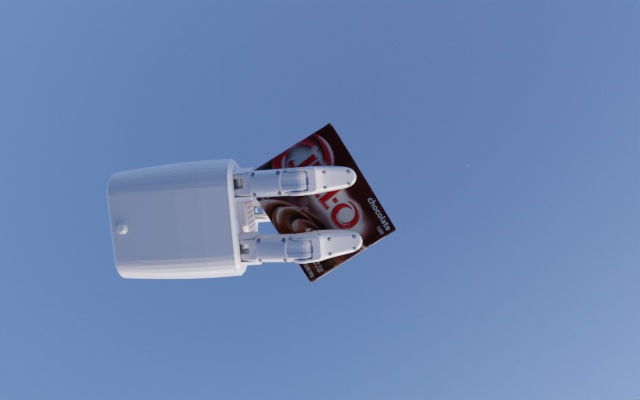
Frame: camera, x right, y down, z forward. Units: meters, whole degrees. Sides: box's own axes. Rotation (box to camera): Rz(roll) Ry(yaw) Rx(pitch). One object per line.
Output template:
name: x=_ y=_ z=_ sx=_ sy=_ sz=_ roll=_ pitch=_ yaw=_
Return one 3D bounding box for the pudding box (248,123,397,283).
pudding box: x=0.000 y=0.001 z=0.429 sx=0.090 sy=0.113 sz=0.039 roll=-32 pitch=4 yaw=3
